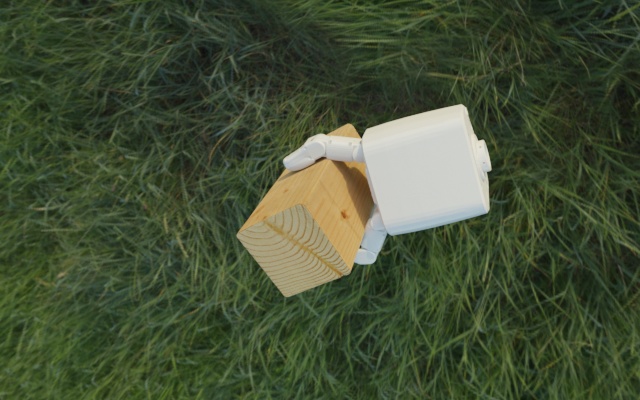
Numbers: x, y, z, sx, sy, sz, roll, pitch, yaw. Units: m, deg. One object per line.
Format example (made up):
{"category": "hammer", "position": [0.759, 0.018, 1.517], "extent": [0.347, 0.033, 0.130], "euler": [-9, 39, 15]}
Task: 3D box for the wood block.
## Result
{"category": "wood block", "position": [0.000, 0.002, 0.558], "extent": [0.090, 0.091, 0.206], "euler": [-25, 19, 29]}
